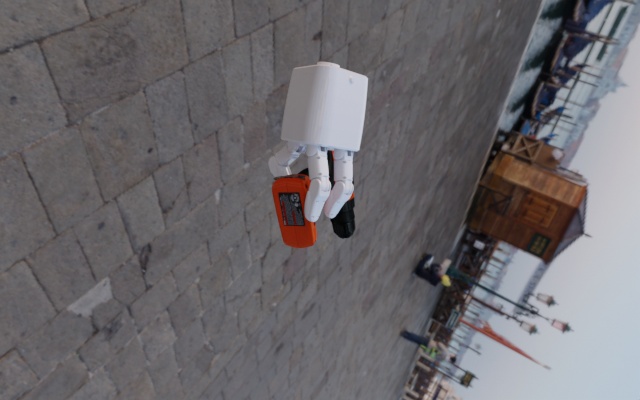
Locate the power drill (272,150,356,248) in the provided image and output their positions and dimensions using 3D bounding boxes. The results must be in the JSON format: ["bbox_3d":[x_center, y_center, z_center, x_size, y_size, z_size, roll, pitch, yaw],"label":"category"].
[{"bbox_3d":[0.000,0.002,0.751,0.057,0.184,0.187,-3,19,26],"label":"power drill"}]
